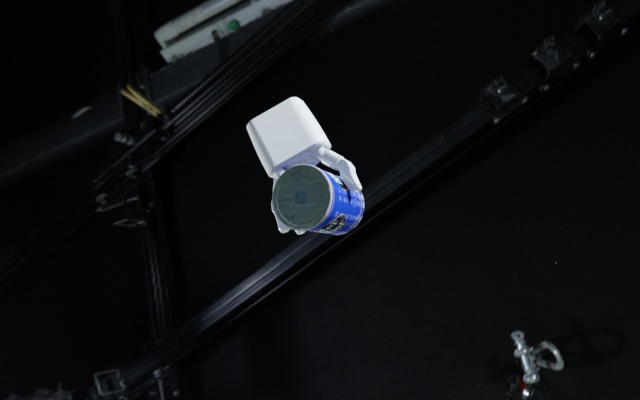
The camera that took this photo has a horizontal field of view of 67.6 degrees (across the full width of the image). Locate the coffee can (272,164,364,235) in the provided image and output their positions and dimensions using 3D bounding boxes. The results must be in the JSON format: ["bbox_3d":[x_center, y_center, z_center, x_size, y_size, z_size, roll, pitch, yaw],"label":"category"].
[{"bbox_3d":[0.000,0.003,0.789,0.103,0.103,0.140,0,-7,26],"label":"coffee can"}]
